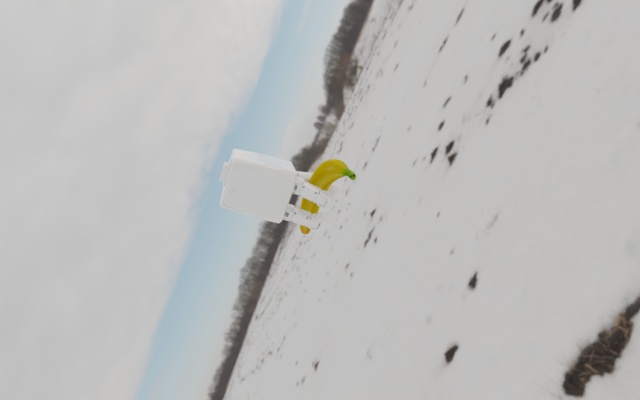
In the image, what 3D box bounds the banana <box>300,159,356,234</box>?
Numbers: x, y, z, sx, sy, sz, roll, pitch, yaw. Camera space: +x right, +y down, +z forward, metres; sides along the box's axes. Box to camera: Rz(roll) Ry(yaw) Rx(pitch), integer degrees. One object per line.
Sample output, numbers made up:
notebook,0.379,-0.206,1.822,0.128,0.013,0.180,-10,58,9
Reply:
banana,-0.001,-0.015,0.832,0.037,0.069,0.198,7,-34,-23
